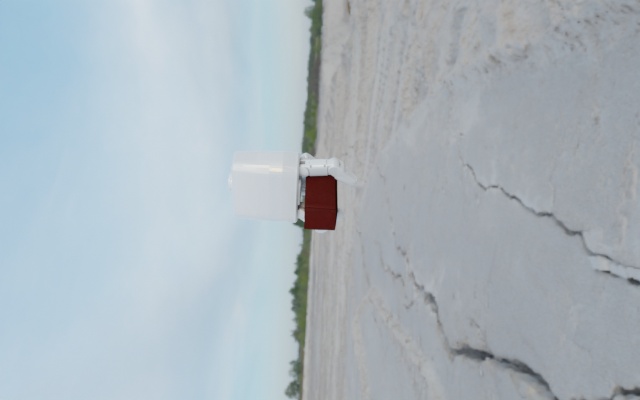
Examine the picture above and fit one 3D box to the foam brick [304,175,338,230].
[{"bbox_3d":[0.000,0.003,0.764,0.051,0.078,0.053,3,-44,-2],"label":"foam brick"}]
